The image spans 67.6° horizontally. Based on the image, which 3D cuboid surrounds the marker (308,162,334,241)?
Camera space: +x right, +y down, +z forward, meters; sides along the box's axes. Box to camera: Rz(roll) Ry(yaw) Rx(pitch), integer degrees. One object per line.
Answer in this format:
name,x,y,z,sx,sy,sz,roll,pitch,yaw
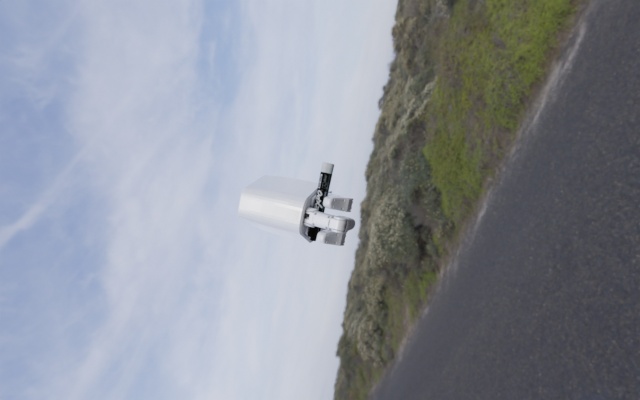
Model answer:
marker,0.000,0.002,0.727,0.020,0.121,0.020,11,3,-1
